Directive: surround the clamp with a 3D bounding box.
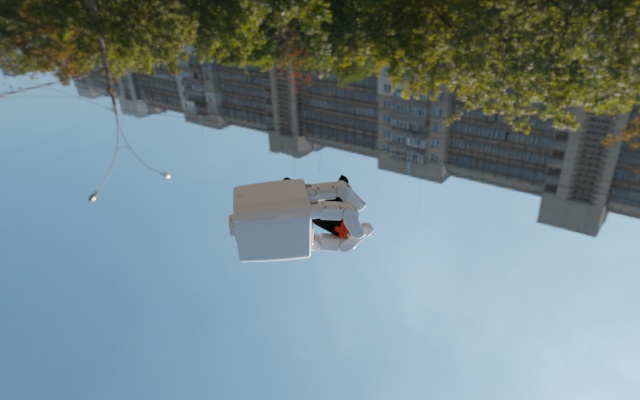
[{"bbox_3d":[0.000,0.003,0.771,0.120,0.039,0.171,-4,28,-7],"label":"clamp"}]
